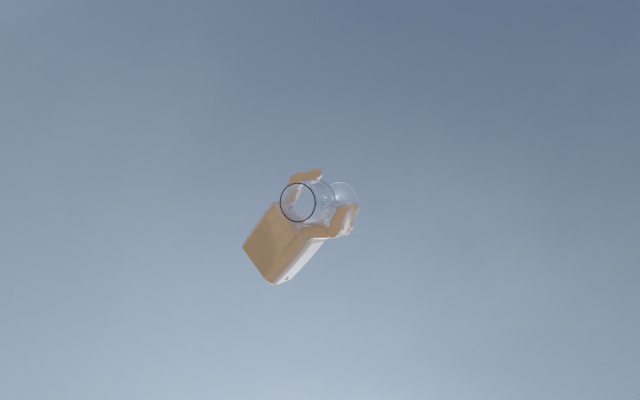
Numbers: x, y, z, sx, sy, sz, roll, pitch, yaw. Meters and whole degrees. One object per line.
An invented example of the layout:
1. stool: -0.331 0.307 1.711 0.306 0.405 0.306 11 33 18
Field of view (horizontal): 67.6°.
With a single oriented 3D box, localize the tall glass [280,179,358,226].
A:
1. tall glass: 0.000 0.003 0.830 0.079 0.079 0.201 0 0 21
